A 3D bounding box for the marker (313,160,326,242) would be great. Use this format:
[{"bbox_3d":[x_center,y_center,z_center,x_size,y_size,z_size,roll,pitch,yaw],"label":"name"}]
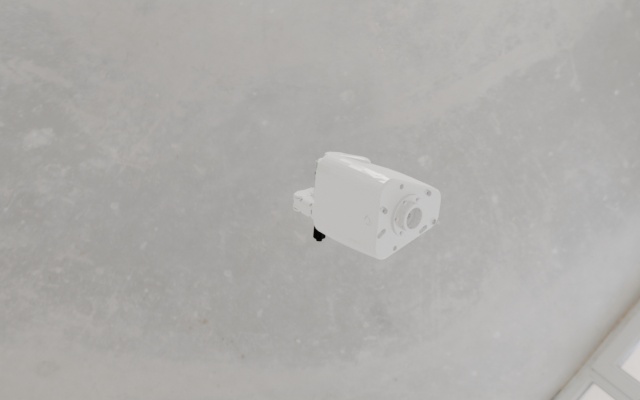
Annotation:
[{"bbox_3d":[0.000,0.002,0.682,0.020,0.121,0.020,2,19,-1],"label":"marker"}]
